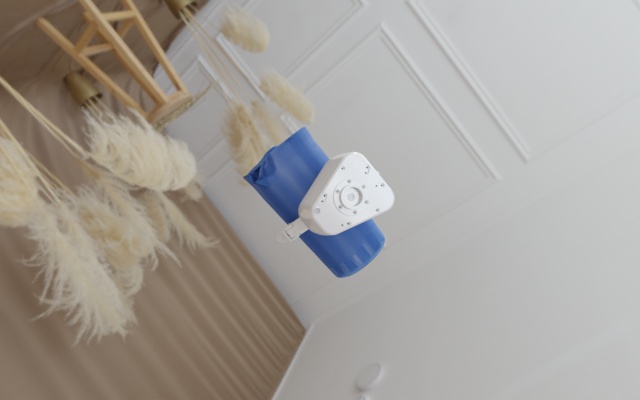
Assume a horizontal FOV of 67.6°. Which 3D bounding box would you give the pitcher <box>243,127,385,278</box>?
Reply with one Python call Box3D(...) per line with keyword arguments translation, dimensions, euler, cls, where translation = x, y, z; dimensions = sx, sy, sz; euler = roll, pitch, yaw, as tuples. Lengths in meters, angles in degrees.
Box3D(translation=(0.000, 0.003, 0.808), dimensions=(0.149, 0.243, 0.145), euler=(-41, 6, -11), cls="pitcher")
